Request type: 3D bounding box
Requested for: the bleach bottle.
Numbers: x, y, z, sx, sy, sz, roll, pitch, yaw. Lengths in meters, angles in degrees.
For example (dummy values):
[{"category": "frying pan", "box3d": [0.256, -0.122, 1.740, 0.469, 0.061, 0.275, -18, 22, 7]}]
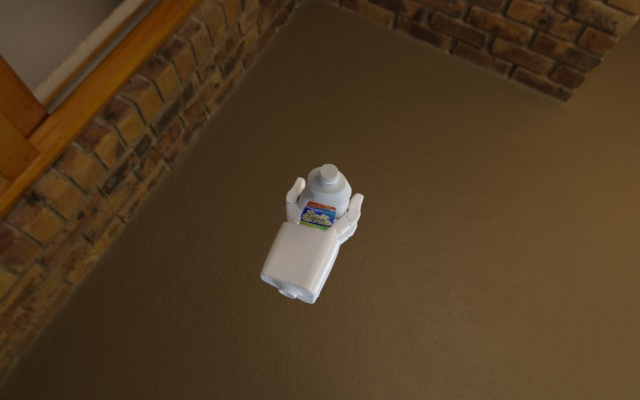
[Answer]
[{"category": "bleach bottle", "box3d": [0.000, 0.003, 0.870, 0.102, 0.068, 0.251, 22, -24, 7]}]
